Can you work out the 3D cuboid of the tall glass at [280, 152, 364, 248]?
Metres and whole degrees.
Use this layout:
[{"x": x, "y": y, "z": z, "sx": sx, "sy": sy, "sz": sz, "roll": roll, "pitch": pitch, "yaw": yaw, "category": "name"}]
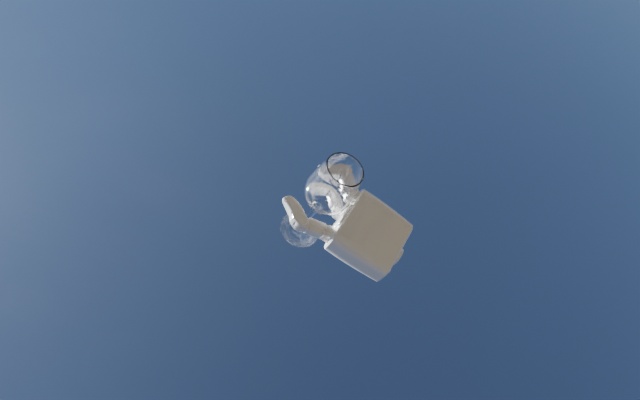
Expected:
[{"x": 0.000, "y": 0.003, "z": 0.786, "sx": 0.079, "sy": 0.079, "sz": 0.201, "roll": 0, "pitch": -30, "yaw": -25, "category": "tall glass"}]
